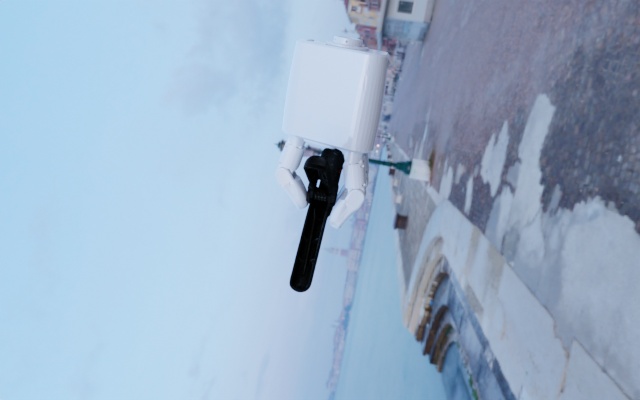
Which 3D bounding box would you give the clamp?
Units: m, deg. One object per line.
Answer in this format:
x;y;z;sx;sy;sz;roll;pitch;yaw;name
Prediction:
-0.001;0.001;0.588;0.036;0.165;0.210;12;21;5;clamp
